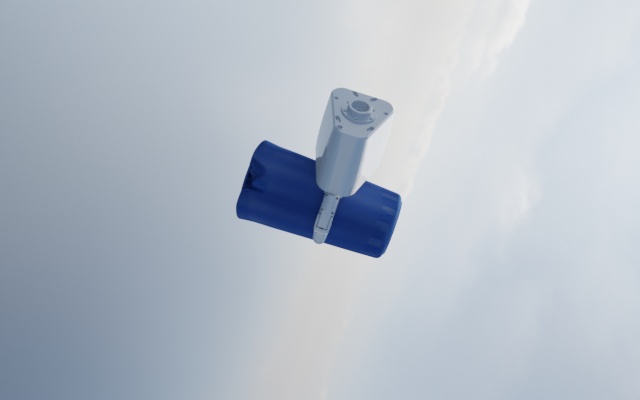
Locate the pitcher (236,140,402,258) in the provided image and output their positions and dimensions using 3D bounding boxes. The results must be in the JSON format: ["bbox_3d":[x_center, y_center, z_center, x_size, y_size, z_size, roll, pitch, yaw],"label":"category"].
[{"bbox_3d":[0.000,0.002,0.768,0.243,0.145,0.149,19,47,5],"label":"pitcher"}]
